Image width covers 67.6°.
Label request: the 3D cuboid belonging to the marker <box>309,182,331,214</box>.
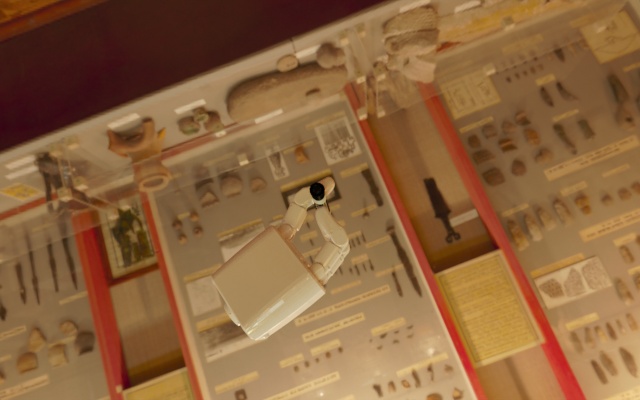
[{"bbox_3d":[0.000,0.002,0.622,0.020,0.020,0.121,0,-16,5],"label":"marker"}]
